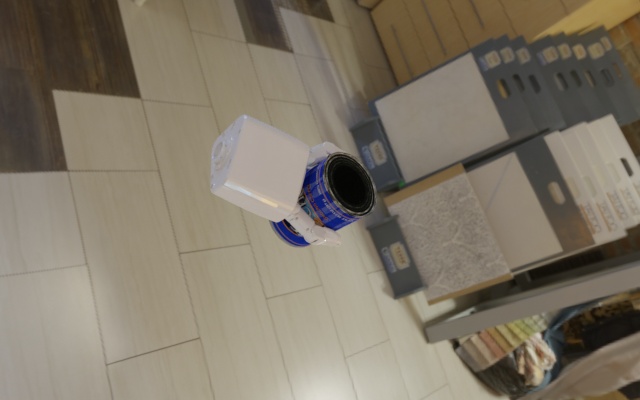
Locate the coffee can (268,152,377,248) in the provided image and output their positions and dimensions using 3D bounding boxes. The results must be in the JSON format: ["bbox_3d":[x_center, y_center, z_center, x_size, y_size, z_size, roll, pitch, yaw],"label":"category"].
[{"bbox_3d":[0.000,0.003,0.726,0.103,0.102,0.140,0,-22,-43],"label":"coffee can"}]
